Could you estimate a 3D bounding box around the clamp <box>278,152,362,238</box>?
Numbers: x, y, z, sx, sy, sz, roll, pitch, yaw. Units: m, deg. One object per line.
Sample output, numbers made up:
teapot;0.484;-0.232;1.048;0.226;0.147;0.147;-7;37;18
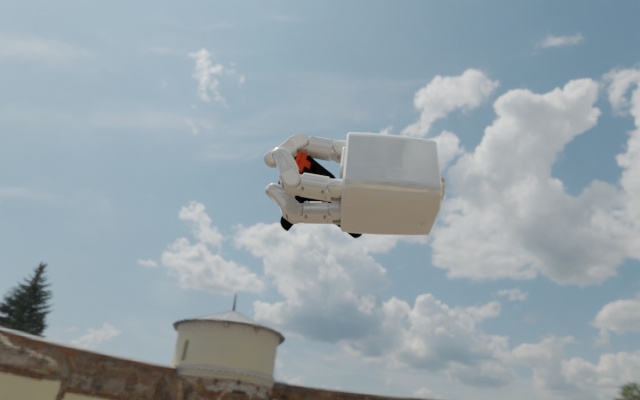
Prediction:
clamp;0.000;0.001;0.620;0.120;0.039;0.172;4;-28;4
